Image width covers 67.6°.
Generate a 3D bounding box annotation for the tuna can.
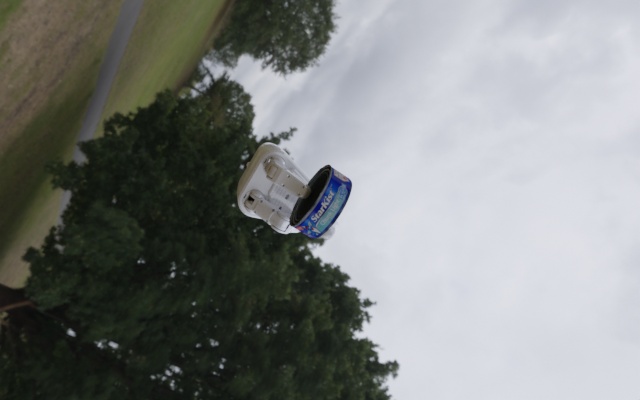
[{"bbox_3d":[0.001,0.002,0.567,0.034,0.086,0.086,33,-9,-15],"label":"tuna can"}]
